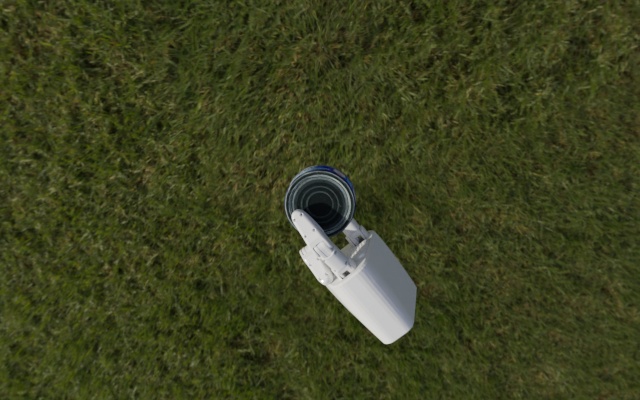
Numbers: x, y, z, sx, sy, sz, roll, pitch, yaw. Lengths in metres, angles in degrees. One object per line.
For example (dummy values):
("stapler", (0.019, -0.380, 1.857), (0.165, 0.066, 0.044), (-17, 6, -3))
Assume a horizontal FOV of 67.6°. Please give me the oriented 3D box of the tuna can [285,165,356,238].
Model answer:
("tuna can", (0.000, 0.002, 0.576), (0.086, 0.086, 0.033), (0, 14, 4))
